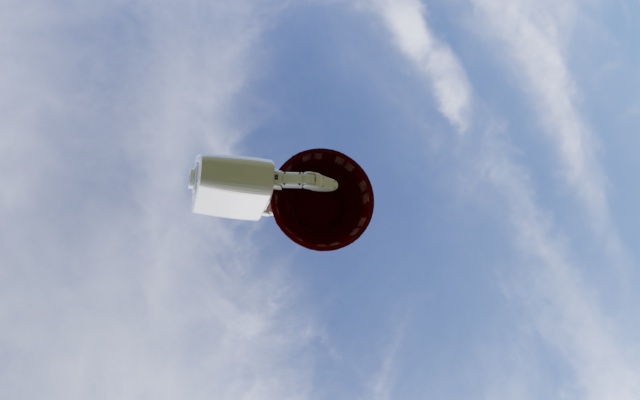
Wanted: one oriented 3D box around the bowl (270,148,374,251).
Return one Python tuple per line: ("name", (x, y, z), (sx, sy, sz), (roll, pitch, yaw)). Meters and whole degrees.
("bowl", (0.001, 0.003, 0.752), (0.162, 0.162, 0.055), (0, -13, -9))
